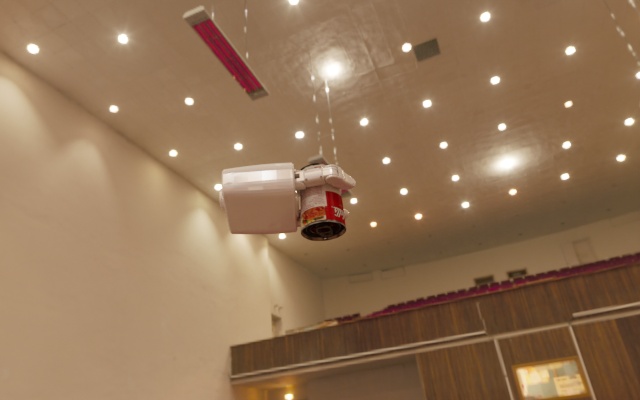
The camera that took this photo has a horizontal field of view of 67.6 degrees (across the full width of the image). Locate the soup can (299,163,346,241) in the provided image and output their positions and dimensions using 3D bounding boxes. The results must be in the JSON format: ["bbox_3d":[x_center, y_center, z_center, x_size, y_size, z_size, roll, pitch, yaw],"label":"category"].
[{"bbox_3d":[0.001,0.002,0.732,0.068,0.102,0.068,-5,-29,-2],"label":"soup can"}]
